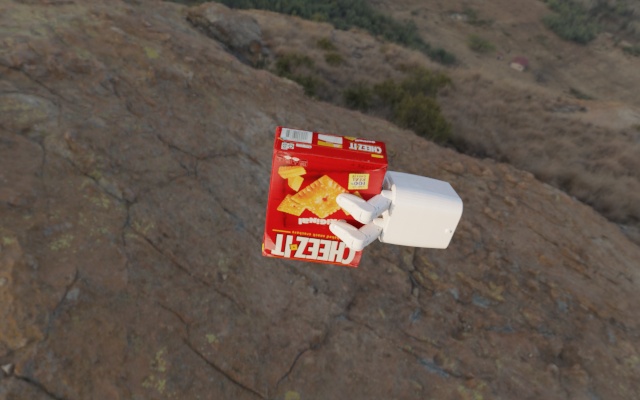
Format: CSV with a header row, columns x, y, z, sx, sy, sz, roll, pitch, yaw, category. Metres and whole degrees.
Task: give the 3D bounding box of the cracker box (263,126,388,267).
x,y,z,sx,sy,sz,roll,pitch,yaw,category
0.000,0.002,0.743,0.164,0.214,0.072,8,38,-4,cracker box
